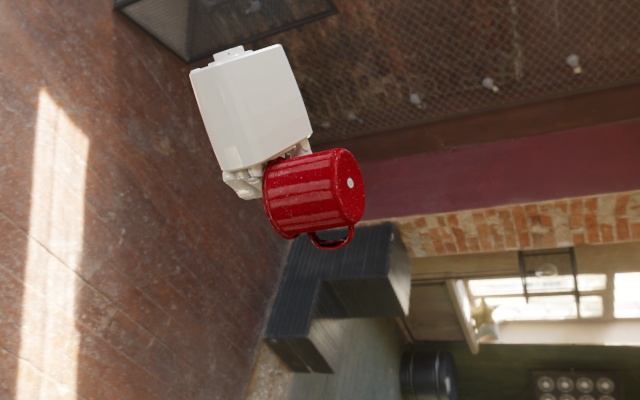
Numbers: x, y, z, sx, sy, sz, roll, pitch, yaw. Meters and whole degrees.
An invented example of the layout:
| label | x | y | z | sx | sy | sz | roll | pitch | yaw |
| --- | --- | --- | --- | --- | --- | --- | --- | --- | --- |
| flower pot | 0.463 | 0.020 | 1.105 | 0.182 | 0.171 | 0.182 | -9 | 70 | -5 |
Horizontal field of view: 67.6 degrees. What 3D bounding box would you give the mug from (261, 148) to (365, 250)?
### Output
| label | x | y | z | sx | sy | sz | roll | pitch | yaw |
| --- | --- | --- | --- | --- | --- | --- | --- | --- | --- |
| mug | 0.001 | 0.003 | 0.513 | 0.081 | 0.117 | 0.093 | -10 | 21 | 25 |
